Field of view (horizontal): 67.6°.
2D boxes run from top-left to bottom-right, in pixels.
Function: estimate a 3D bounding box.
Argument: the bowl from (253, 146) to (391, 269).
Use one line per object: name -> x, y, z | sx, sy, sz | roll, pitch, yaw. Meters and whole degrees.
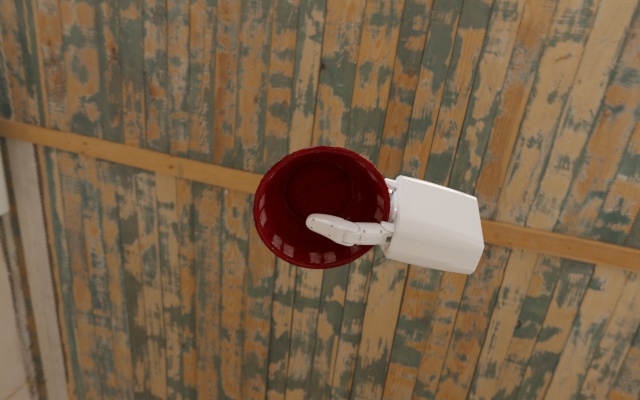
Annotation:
bowl -> -0.001, 0.001, 0.578 | 0.162, 0.162, 0.055 | 0, 27, -6
